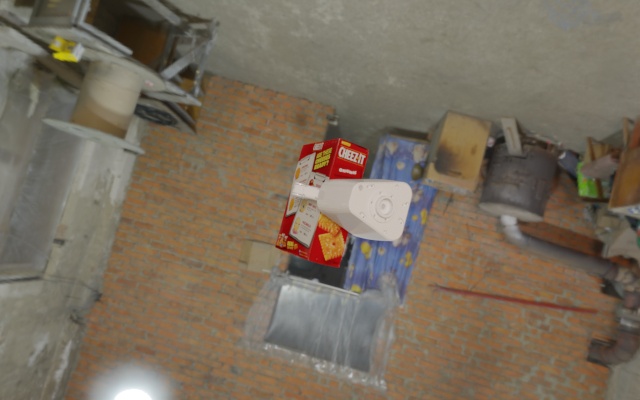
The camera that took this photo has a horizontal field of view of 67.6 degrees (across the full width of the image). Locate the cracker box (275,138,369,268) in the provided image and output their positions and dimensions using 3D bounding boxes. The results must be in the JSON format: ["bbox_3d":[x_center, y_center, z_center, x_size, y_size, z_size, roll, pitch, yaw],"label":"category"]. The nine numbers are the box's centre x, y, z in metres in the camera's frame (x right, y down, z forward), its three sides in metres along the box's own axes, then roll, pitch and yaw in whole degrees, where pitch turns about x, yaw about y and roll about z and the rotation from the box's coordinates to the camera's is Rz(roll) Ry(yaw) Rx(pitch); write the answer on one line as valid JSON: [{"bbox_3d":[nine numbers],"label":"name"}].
[{"bbox_3d":[0.000,0.003,0.880,0.072,0.213,0.164,18,-5,-25],"label":"cracker box"}]
